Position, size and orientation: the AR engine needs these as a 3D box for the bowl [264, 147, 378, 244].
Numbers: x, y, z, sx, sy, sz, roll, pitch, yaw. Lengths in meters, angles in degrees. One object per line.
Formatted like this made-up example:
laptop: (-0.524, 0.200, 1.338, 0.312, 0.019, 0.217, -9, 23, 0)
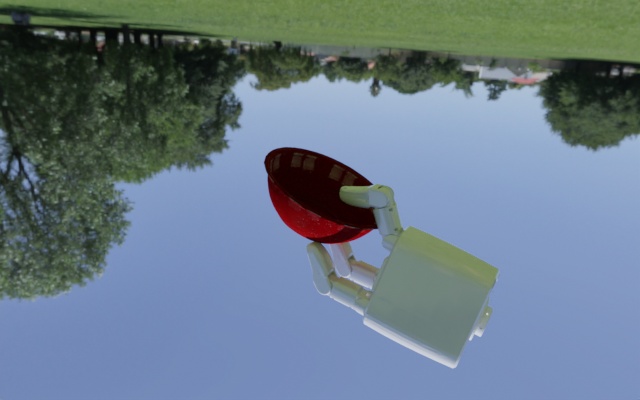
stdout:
bowl: (-0.001, 0.001, 0.567, 0.162, 0.055, 0.162, 22, 27, -12)
